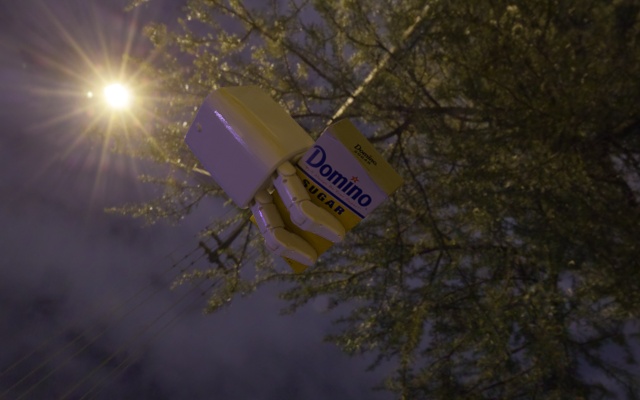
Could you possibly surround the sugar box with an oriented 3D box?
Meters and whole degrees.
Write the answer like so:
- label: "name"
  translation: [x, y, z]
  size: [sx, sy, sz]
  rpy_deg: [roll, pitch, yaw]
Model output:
- label: "sugar box"
  translation: [0.000, 0.002, 0.529]
  size: [0.048, 0.093, 0.176]
  rpy_deg: [-37, -7, -46]
